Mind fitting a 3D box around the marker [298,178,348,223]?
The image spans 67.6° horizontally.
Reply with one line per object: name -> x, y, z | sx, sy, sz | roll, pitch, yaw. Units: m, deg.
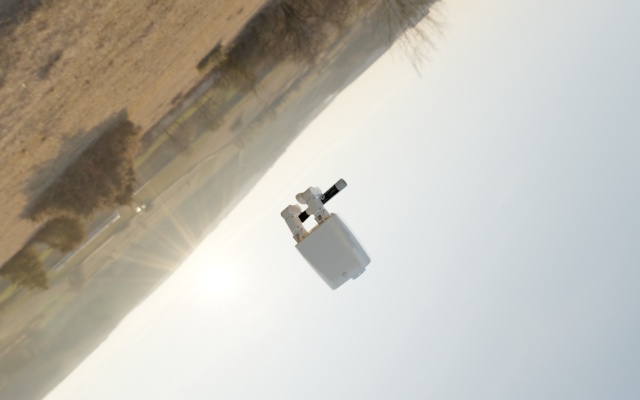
marker -> 0.000, 0.003, 0.876 | 0.121, 0.020, 0.020 | -40, -18, 22
